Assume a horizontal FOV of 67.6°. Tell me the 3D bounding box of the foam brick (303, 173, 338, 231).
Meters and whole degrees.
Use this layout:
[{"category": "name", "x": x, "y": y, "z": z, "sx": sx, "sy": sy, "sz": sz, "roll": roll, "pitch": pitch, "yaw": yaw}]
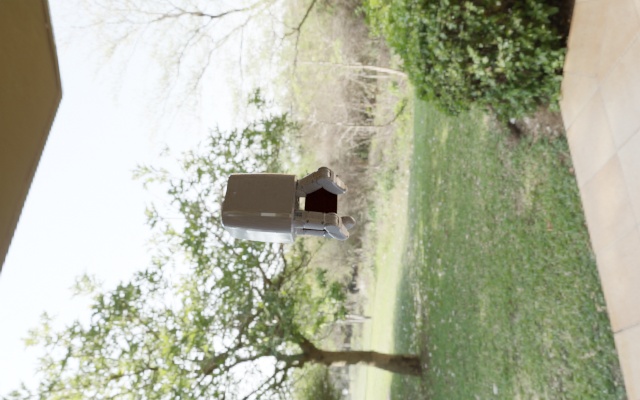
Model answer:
[{"category": "foam brick", "x": 0.000, "y": 0.002, "z": 0.758, "sx": 0.051, "sy": 0.078, "sz": 0.053, "roll": 4, "pitch": -33, "yaw": -1}]
